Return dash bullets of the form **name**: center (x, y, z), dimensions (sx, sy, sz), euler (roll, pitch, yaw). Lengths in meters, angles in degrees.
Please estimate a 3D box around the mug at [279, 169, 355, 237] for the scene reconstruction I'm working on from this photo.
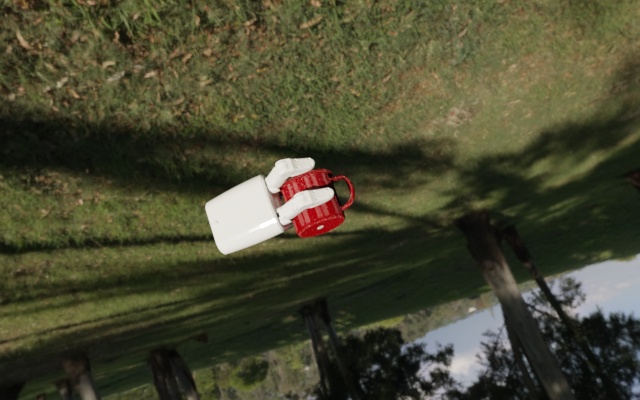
- **mug**: center (0.002, 0.002, 0.759), dimensions (0.117, 0.081, 0.093), euler (-24, -18, 9)
